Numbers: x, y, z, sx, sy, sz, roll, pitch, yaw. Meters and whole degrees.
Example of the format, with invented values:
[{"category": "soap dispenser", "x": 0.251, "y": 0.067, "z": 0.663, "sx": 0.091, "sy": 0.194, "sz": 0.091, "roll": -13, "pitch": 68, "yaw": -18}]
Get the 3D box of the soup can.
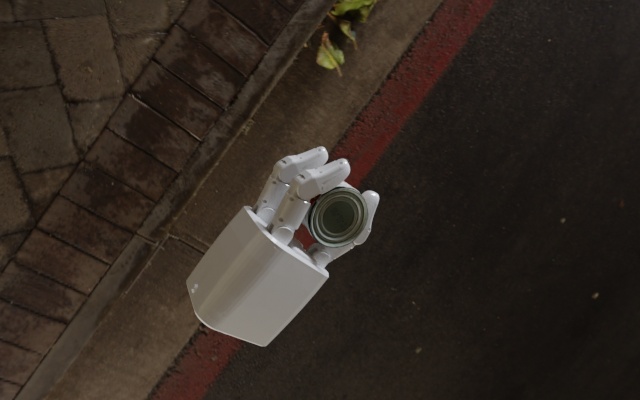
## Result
[{"category": "soup can", "x": 0.001, "y": 0.002, "z": 0.521, "sx": 0.068, "sy": 0.068, "sz": 0.102, "roll": 0, "pitch": 19, "yaw": -24}]
